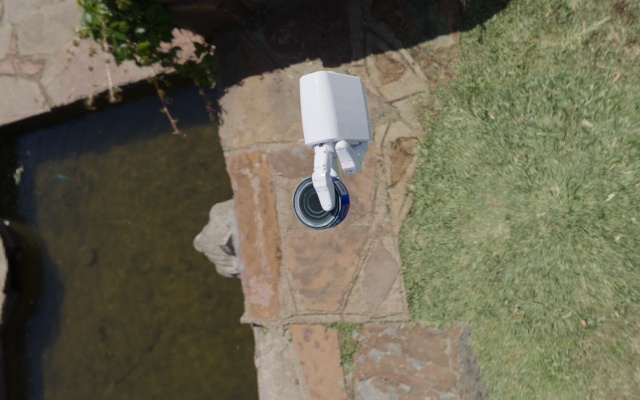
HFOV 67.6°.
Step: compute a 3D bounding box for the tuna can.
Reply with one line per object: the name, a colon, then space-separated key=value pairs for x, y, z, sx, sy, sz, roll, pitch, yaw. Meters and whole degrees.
tuna can: x=0.000 y=0.003 z=0.740 sx=0.086 sy=0.086 sz=0.034 roll=0 pitch=4 yaw=26
